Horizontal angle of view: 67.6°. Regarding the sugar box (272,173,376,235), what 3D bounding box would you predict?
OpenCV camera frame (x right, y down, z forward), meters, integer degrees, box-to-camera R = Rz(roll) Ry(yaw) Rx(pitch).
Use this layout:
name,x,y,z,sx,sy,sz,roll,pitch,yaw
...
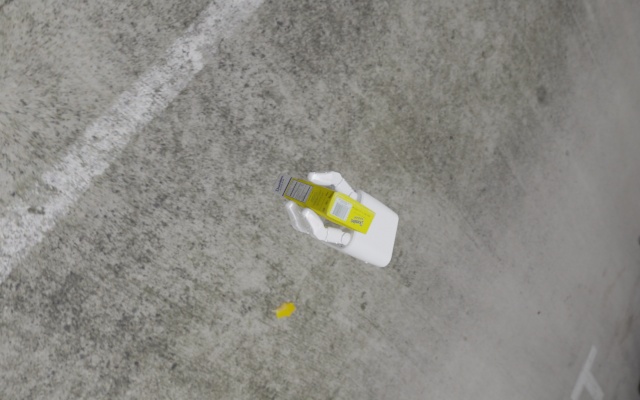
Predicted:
name,x,y,z,sx,sy,sz,roll,pitch,yaw
sugar box,0.000,0.003,0.804,0.093,0.048,0.176,29,-7,-36
